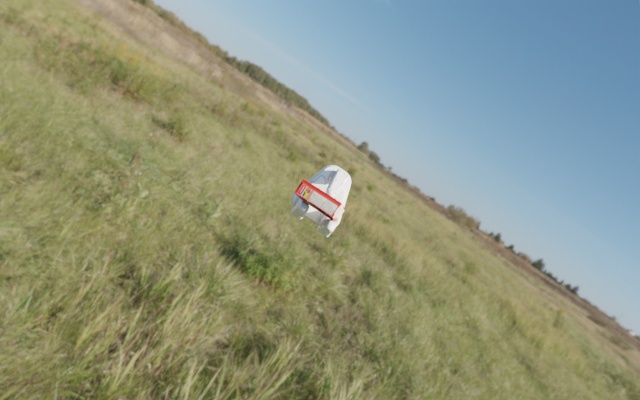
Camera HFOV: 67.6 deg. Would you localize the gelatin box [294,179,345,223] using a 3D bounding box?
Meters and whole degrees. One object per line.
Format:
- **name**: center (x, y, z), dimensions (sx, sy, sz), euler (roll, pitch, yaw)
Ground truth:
- **gelatin box**: center (0.000, 0.002, 0.776), dimensions (0.073, 0.030, 0.089), euler (33, -3, 9)
